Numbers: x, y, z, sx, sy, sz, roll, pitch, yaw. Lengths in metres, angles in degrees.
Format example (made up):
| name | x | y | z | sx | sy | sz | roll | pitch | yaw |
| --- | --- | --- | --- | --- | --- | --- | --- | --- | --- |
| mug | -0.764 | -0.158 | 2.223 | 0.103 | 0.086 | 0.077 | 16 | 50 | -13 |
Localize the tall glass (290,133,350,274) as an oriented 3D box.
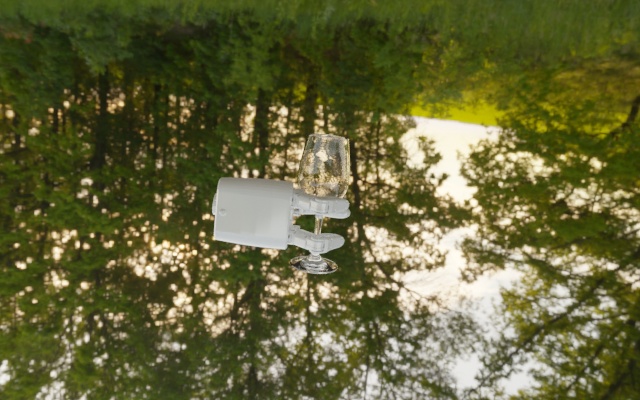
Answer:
| name | x | y | z | sx | sy | sz | roll | pitch | yaw |
| --- | --- | --- | --- | --- | --- | --- | --- | --- | --- |
| tall glass | 0.000 | 0.003 | 0.716 | 0.079 | 0.201 | 0.079 | 6 | 11 | -1 |
